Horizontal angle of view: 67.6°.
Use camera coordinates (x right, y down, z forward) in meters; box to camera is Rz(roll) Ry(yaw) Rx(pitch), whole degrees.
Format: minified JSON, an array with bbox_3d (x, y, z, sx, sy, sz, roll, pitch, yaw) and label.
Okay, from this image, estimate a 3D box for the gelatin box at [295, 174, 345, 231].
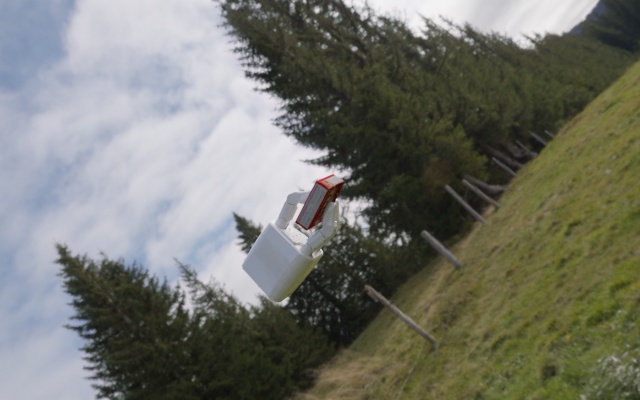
[{"bbox_3d":[0.000,0.002,0.827,0.030,0.089,0.073,33,24,15],"label":"gelatin box"}]
